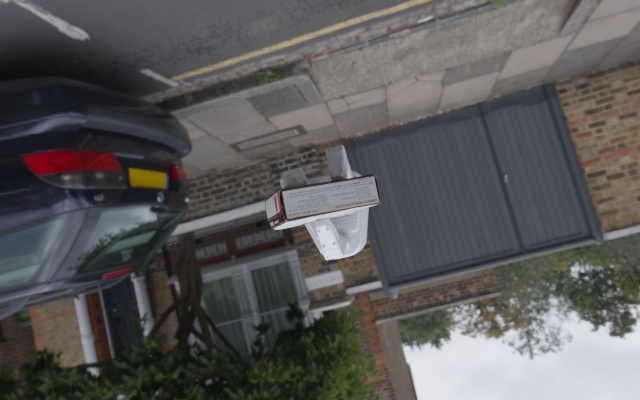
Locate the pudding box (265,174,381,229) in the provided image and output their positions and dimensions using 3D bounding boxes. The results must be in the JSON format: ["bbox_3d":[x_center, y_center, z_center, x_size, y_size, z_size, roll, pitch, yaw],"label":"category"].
[{"bbox_3d":[0.000,0.002,0.545,0.113,0.039,0.090,-12,-6,-18],"label":"pudding box"}]
